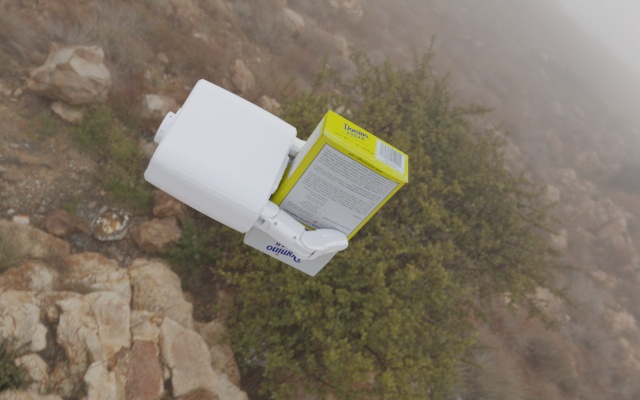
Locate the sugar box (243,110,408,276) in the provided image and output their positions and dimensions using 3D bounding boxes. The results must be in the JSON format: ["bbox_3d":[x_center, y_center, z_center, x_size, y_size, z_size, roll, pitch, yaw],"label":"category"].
[{"bbox_3d":[0.000,0.001,0.487,0.093,0.048,0.176,29,-47,-15],"label":"sugar box"}]
